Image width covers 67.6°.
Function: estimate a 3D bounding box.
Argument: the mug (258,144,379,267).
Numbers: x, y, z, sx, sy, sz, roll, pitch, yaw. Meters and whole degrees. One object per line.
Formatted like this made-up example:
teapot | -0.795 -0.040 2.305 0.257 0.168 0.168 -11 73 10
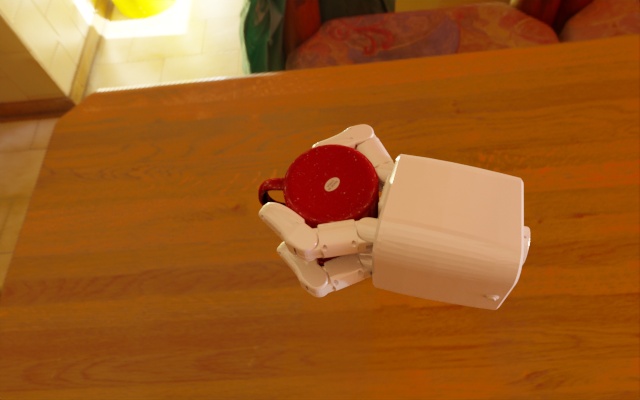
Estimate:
mug | -0.001 0.001 0.433 0.117 0.093 0.081 10 -28 12
